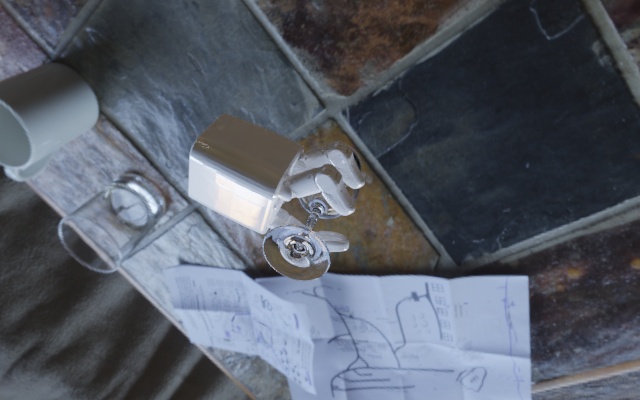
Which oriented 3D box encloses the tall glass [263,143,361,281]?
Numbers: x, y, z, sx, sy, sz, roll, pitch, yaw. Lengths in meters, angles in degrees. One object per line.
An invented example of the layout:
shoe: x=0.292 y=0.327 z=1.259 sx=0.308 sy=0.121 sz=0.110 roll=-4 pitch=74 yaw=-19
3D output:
tall glass: x=0.000 y=0.002 z=0.573 sx=0.079 sy=0.079 sz=0.201 roll=0 pitch=33 yaw=18
